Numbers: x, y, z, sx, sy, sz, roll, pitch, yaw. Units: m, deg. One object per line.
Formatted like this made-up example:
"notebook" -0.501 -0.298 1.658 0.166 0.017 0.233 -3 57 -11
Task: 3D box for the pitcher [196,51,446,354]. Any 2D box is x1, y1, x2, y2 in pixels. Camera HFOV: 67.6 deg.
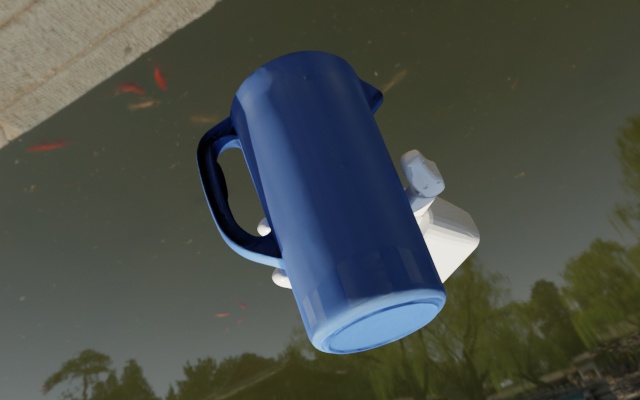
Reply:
"pitcher" 0.000 0.001 0.413 0.145 0.242 0.149 16 -46 -44
